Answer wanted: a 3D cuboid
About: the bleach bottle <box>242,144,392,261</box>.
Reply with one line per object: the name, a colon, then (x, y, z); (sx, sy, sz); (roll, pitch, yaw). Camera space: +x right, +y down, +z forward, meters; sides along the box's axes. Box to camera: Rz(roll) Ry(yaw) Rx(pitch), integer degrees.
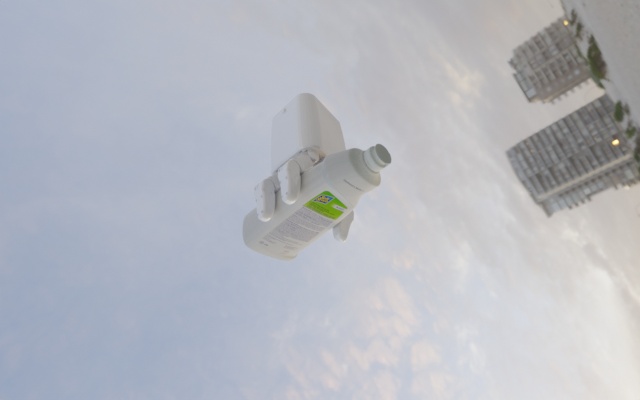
bleach bottle: (0.000, 0.002, 0.653); (0.102, 0.068, 0.251); (22, -41, -36)
